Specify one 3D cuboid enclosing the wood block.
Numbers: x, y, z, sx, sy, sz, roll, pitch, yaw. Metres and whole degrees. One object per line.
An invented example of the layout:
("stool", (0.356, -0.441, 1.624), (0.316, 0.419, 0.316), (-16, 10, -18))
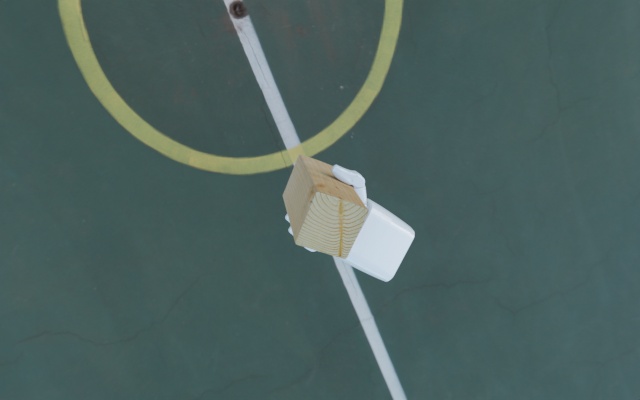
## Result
("wood block", (0.001, 0.003, 0.807), (0.090, 0.091, 0.206), (19, 16, -17))
